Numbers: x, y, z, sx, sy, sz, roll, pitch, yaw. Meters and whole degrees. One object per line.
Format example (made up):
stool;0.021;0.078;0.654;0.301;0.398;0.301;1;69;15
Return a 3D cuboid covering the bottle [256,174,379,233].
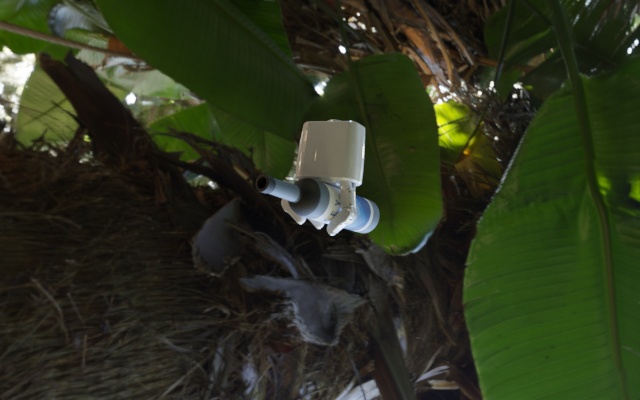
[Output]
bottle;0.000;0.003;0.828;0.069;0.069;0.296;0;-11;37
